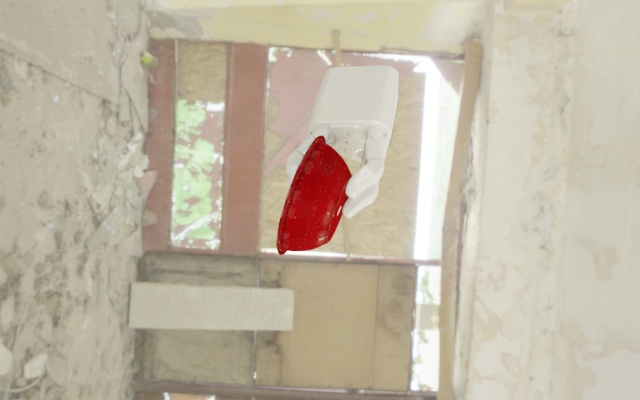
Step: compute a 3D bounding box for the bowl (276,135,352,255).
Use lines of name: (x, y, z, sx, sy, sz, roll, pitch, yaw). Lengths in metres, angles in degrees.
bowl: (0.000, 0.003, 0.608, 0.055, 0.162, 0.162, 20, 3, 9)
